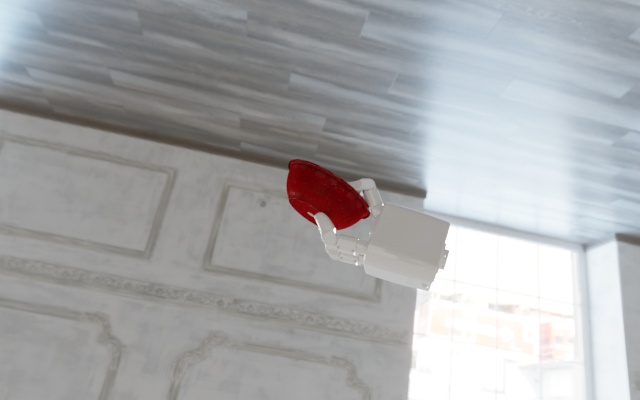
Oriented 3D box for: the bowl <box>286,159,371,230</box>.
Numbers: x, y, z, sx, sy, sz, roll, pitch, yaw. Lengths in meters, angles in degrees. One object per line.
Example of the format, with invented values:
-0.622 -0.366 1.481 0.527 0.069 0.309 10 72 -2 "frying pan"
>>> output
-0.001 0.002 0.789 0.162 0.055 0.162 31 -16 10 "bowl"
